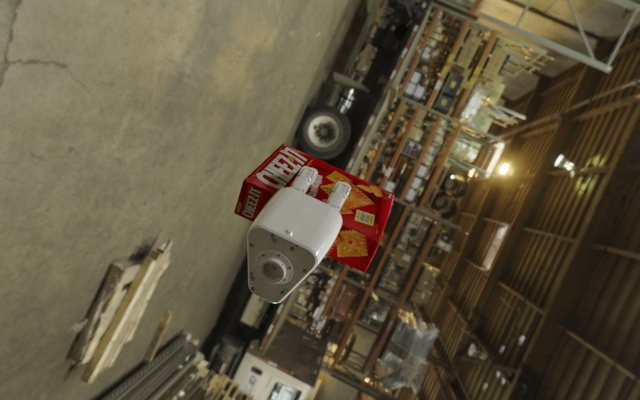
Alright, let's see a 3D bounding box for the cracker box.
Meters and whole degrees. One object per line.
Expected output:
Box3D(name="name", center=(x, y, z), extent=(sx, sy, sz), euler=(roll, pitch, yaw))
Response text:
Box3D(name="cracker box", center=(0.000, 0.003, 0.750), extent=(0.213, 0.072, 0.164), euler=(25, 30, 5))
